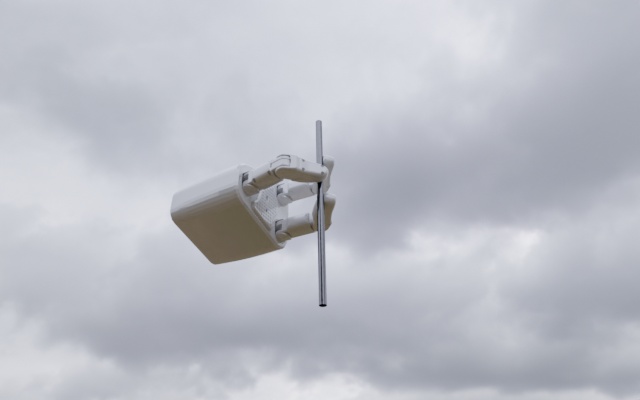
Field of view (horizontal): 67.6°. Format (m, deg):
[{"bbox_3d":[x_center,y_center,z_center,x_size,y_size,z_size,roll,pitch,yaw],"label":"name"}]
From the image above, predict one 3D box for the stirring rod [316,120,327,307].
[{"bbox_3d":[0.000,0.002,0.526,0.011,0.239,0.011,-1,-34,-1],"label":"stirring rod"}]
